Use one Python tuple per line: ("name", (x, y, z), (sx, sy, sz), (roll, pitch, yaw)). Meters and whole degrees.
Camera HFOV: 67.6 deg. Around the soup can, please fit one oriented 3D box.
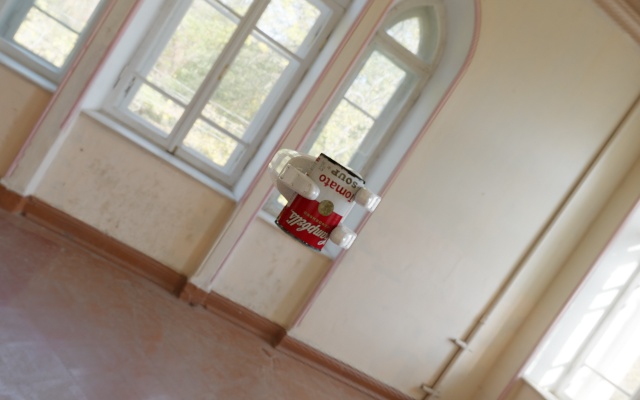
("soup can", (0.000, 0.002, 0.578), (0.068, 0.102, 0.068), (34, 3, -2))
